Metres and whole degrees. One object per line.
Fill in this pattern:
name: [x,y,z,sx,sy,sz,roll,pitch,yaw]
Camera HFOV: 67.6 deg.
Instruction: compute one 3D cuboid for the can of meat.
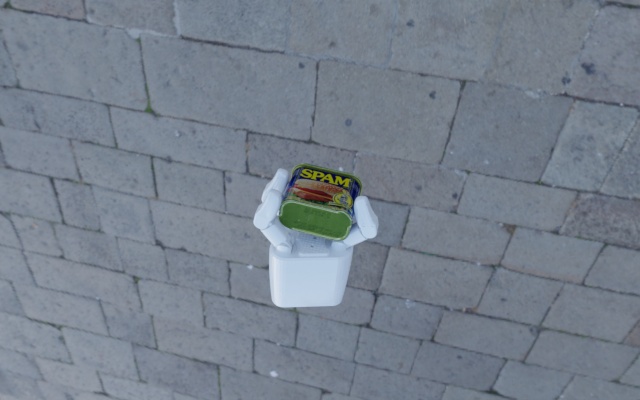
can of meat: [0.000,0.002,0.644,0.102,0.057,0.084,13,39,4]
